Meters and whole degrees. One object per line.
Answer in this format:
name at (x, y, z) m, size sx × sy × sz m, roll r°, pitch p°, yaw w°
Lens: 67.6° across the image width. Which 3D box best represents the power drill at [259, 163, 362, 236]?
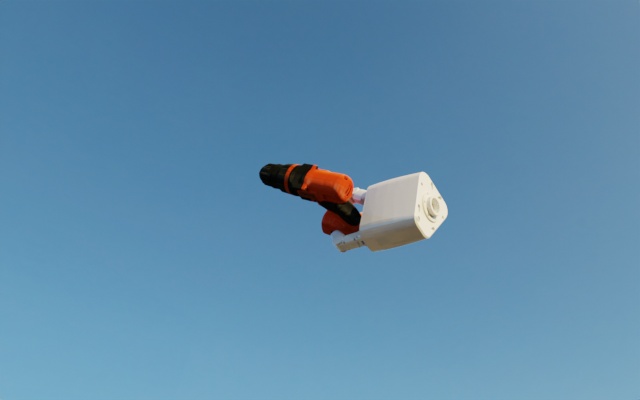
power drill at (0.001, 0.003, 0.836) m, size 0.184 × 0.057 × 0.188 m, roll 15°, pitch -20°, yaw 37°
